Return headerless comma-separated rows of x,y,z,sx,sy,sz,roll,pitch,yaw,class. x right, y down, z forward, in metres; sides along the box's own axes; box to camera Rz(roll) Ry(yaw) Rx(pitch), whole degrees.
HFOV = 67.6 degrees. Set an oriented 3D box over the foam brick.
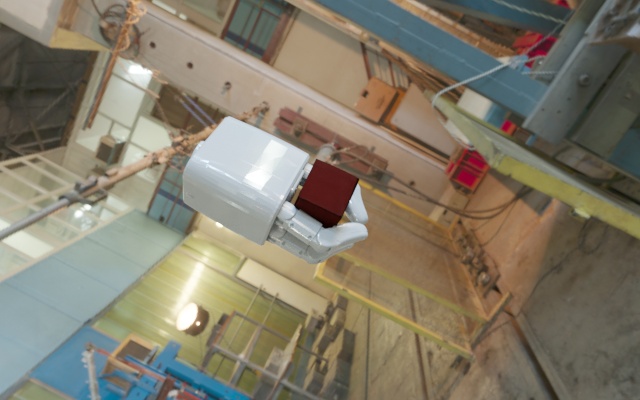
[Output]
0.000,0.002,0.522,0.051,0.053,0.078,27,-29,-2,foam brick
